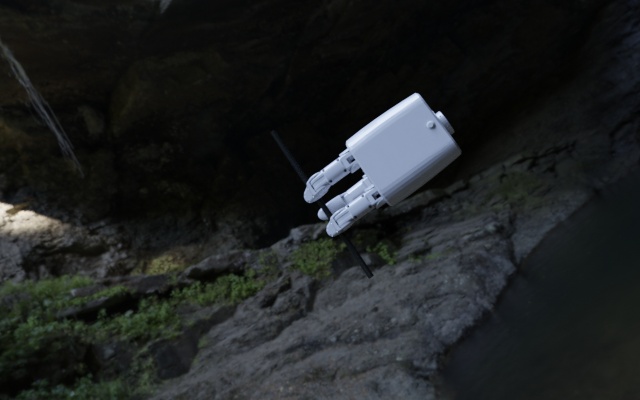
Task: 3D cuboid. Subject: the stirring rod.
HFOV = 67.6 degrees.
[{"bbox_3d":[0.000,0.002,0.643,0.011,0.239,0.011,-33,-10,-7],"label":"stirring rod"}]
